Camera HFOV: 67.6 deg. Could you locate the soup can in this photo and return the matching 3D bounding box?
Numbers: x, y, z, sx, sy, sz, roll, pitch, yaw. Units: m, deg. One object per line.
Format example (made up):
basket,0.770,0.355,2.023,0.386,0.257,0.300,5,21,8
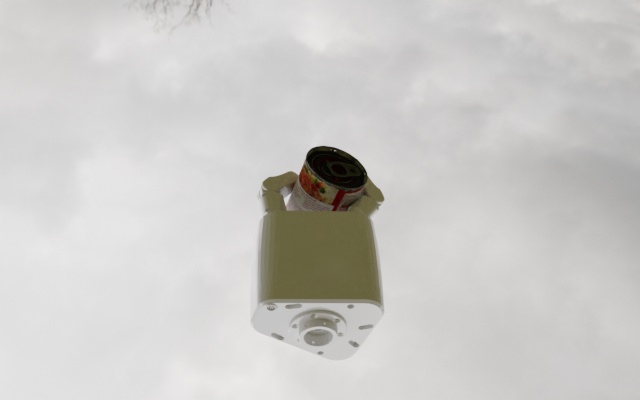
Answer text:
soup can,0.000,0.002,0.516,0.068,0.102,0.068,16,38,-13
